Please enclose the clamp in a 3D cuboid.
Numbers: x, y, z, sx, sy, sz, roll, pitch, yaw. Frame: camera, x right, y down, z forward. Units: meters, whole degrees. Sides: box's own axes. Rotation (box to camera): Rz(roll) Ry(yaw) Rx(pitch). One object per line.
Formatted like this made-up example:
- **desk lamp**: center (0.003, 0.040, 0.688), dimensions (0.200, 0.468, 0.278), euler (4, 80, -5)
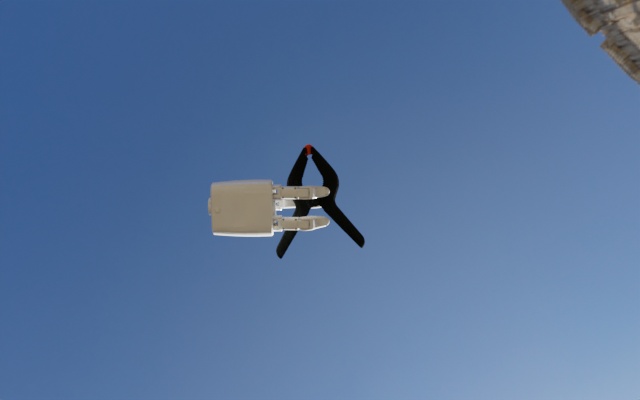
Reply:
- **clamp**: center (0.000, 0.002, 0.874), dimensions (0.164, 0.210, 0.036), euler (-1, 9, -4)
